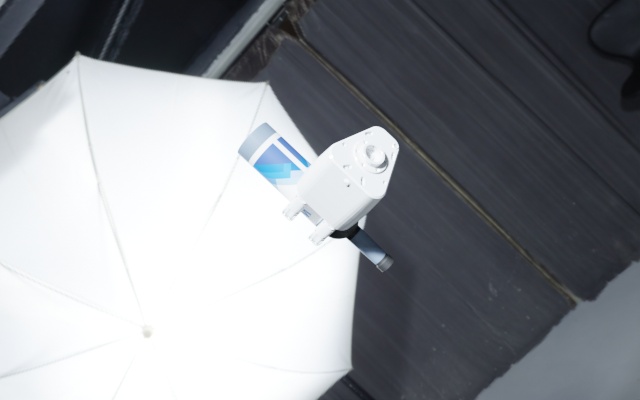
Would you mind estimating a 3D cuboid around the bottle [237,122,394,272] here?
[{"bbox_3d":[0.000,0.002,0.748,0.296,0.069,0.069,43,-1,-1],"label":"bottle"}]
